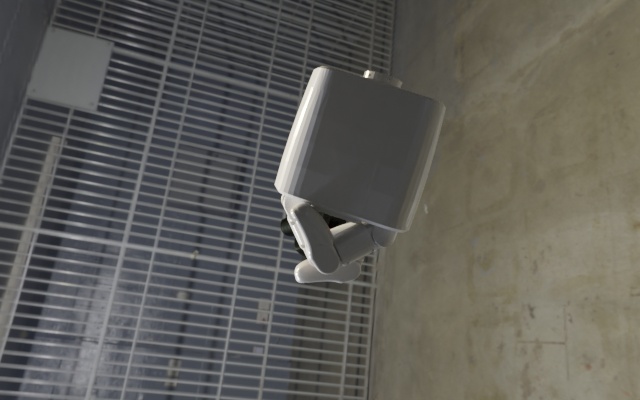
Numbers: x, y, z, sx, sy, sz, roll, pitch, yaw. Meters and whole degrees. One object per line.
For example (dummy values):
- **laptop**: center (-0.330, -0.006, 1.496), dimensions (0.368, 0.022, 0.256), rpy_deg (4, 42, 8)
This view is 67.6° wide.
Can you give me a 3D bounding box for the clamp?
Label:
- **clamp**: center (0.000, 0.002, 0.502), dimensions (0.039, 0.120, 0.171), rpy_deg (19, 7, -17)
